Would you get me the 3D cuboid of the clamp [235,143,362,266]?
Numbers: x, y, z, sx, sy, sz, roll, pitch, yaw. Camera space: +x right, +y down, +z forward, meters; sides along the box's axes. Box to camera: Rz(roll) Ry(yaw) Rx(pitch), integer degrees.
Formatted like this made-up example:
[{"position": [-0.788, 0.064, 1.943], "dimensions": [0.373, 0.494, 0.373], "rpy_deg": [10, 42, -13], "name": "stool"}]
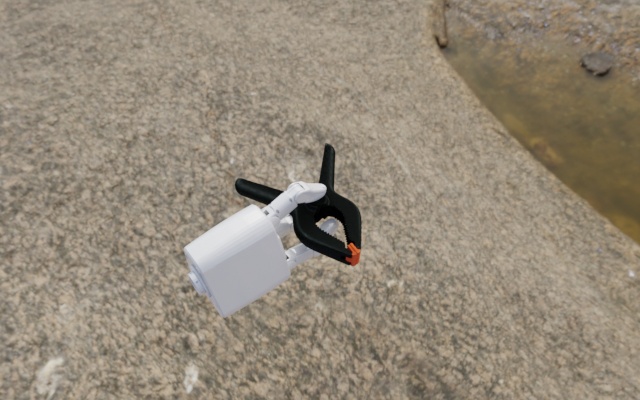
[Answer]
[{"position": [0.000, 0.002, 0.672], "dimensions": [0.164, 0.036, 0.210], "rpy_deg": [-31, 56, -23], "name": "clamp"}]
